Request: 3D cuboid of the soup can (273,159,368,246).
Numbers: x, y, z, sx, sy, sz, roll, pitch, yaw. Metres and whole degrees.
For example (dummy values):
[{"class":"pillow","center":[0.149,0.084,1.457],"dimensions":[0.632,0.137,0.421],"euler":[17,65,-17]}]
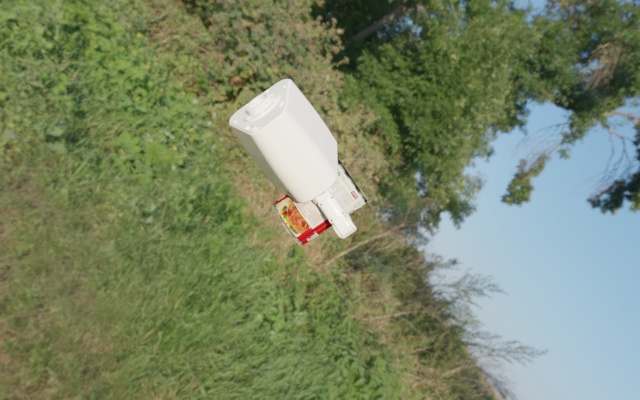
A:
[{"class":"soup can","center":[0.001,0.002,0.608],"dimensions":[0.102,0.068,0.068],"euler":[-34,-3,5]}]
